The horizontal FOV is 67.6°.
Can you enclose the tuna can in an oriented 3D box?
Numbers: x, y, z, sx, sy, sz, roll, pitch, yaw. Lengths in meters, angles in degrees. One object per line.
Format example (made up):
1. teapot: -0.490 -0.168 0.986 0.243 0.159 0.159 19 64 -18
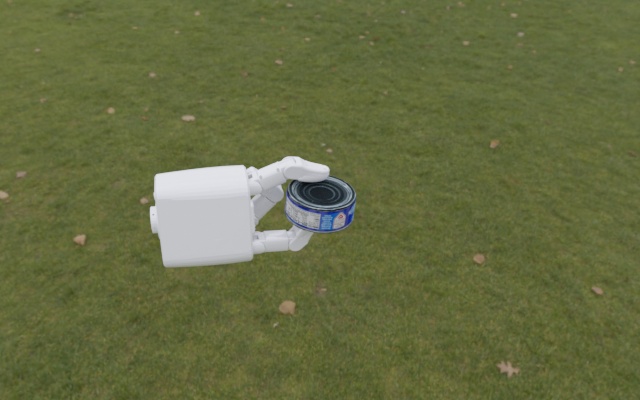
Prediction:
1. tuna can: 0.000 0.001 0.582 0.086 0.034 0.086 5 32 -3
